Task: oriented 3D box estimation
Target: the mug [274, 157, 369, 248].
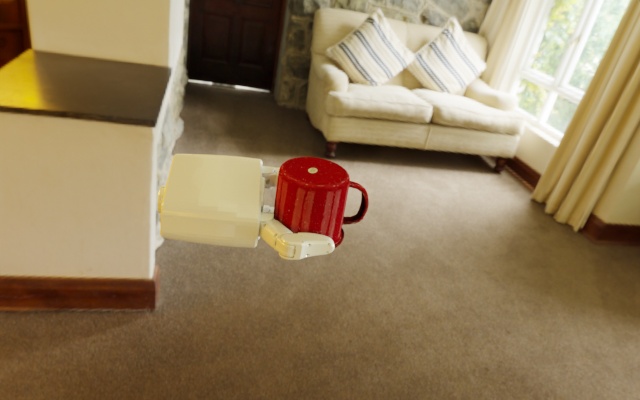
[{"bbox_3d":[0.002,0.002,0.557,0.117,0.081,0.093,3,29,-11],"label":"mug"}]
